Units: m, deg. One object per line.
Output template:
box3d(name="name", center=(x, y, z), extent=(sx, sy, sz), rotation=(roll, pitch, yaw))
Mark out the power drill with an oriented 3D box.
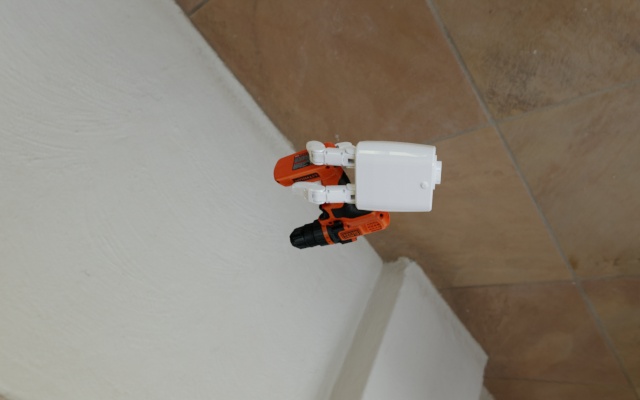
box3d(name="power drill", center=(0.000, 0.002, 0.783), extent=(0.184, 0.057, 0.188), rotation=(-18, -47, 19))
